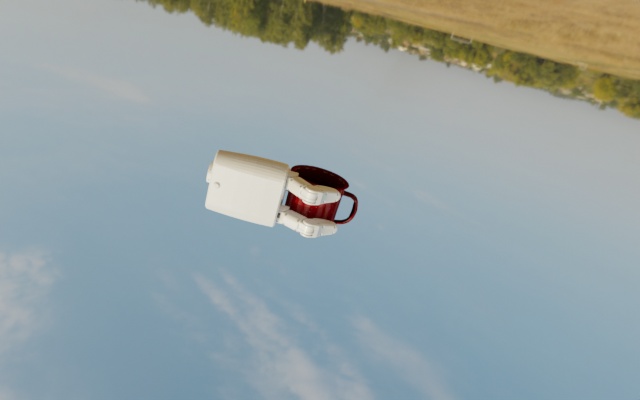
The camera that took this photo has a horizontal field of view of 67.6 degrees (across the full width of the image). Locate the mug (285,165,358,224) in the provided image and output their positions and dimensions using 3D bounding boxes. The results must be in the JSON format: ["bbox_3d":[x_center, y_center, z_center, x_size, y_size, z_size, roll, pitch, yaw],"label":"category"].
[{"bbox_3d":[0.001,0.003,0.745,0.117,0.081,0.093,15,20,-5],"label":"mug"}]
